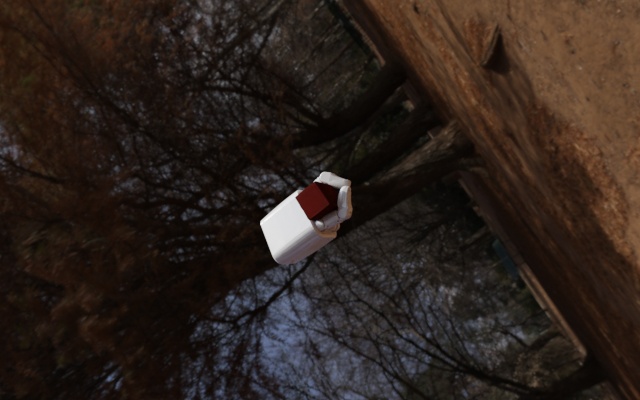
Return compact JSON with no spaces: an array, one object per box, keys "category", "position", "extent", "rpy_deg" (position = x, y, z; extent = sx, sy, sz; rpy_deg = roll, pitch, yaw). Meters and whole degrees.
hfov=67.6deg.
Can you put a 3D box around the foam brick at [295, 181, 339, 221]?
[{"category":"foam brick","position":[0.000,0.003,0.874],"extent":[0.051,0.053,0.078],"rpy_deg":[-36,-17,17]}]
